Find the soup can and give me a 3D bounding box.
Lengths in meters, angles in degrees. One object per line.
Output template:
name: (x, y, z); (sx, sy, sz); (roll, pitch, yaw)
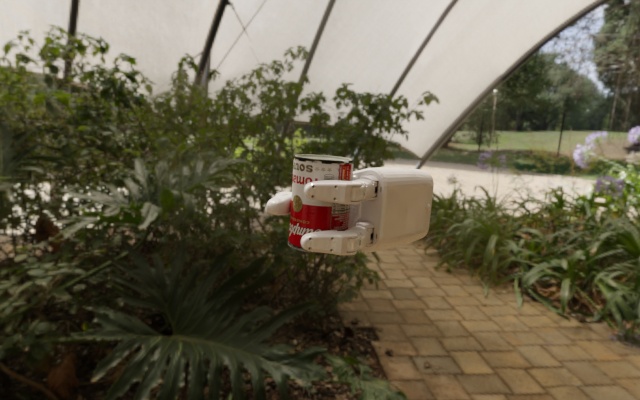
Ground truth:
soup can: (0.000, 0.001, 0.540); (0.068, 0.102, 0.068); (4, 10, -1)
